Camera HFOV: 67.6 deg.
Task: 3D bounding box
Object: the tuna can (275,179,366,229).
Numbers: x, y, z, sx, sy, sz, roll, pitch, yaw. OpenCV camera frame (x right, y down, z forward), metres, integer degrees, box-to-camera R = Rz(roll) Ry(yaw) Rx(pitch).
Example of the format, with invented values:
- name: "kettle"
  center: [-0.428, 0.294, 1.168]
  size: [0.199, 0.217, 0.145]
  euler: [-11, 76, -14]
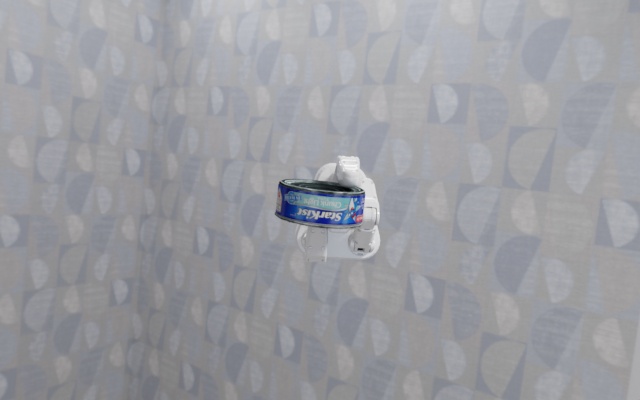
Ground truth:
- name: "tuna can"
  center: [0.000, 0.001, 0.461]
  size: [0.086, 0.034, 0.086]
  euler: [7, 8, -1]
